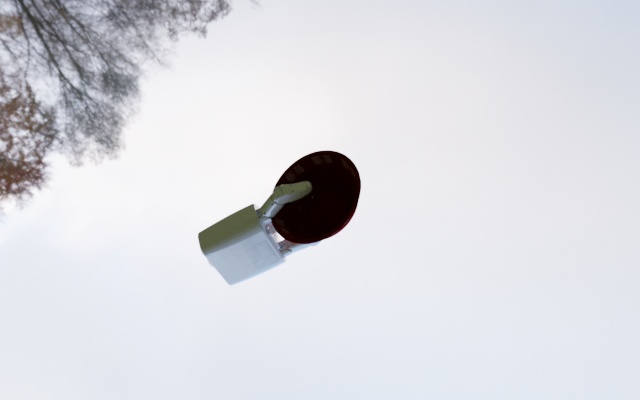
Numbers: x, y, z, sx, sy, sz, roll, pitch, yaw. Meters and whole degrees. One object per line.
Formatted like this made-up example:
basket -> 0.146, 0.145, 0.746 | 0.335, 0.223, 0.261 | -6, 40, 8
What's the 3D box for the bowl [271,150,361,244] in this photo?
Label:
bowl -> 0.002, 0.002, 0.759 | 0.162, 0.162, 0.055 | 0, -25, 31
